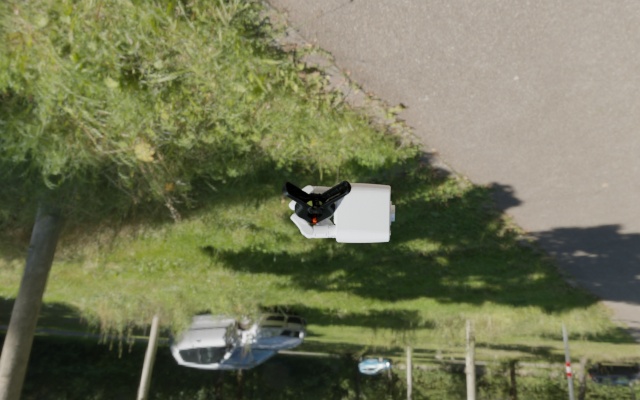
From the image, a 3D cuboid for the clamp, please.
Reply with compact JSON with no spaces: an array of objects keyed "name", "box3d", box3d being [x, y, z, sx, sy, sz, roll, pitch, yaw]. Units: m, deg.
[{"name":"clamp","box3d":[0.000,0.004,0.895,0.120,0.039,0.171,1,-19,7]}]
